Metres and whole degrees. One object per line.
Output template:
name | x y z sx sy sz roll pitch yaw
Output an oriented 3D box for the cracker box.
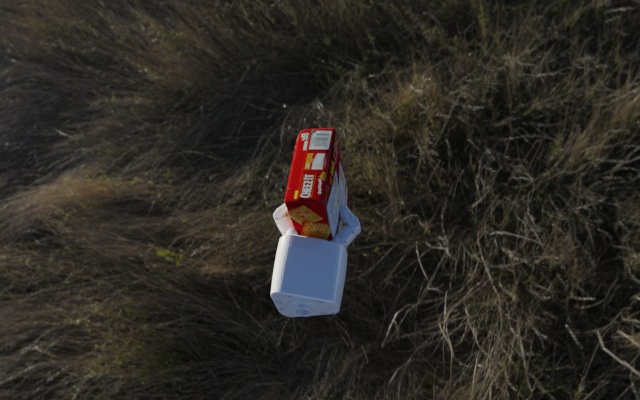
cracker box | 0.000 0.003 0.857 0.072 0.164 0.214 0 -37 12
